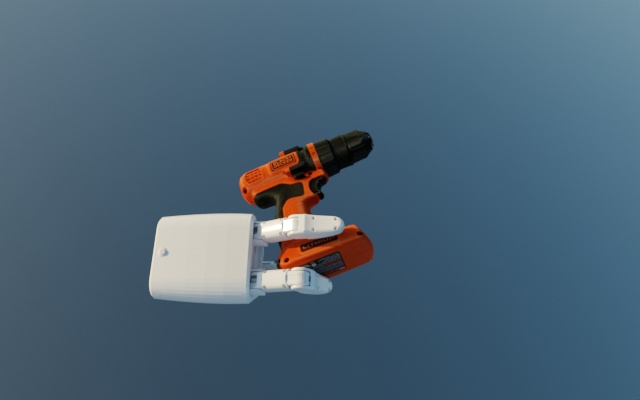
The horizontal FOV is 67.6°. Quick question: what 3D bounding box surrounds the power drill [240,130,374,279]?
[{"bbox_3d":[0.000,0.002,0.583,0.184,0.187,0.057,-23,-44,3],"label":"power drill"}]
